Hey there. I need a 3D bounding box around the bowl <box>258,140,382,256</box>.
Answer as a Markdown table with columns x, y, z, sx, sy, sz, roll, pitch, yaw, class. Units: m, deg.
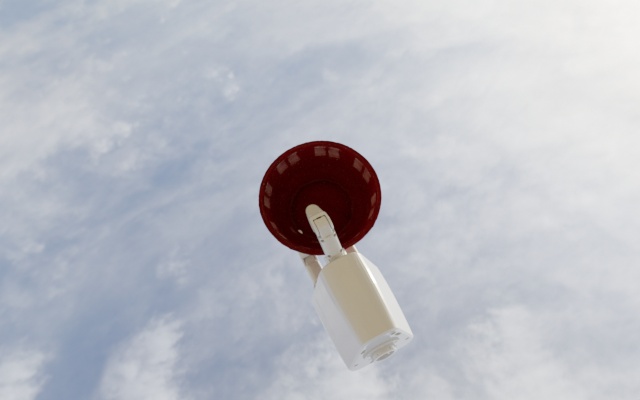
| x | y | z | sx | sy | sz | roll | pitch | yaw | class |
| --- | --- | --- | --- | --- | --- | --- | --- | --- | --- |
| 0.000 | 0.001 | 0.647 | 0.162 | 0.162 | 0.055 | 0 | -21 | 3 | bowl |
